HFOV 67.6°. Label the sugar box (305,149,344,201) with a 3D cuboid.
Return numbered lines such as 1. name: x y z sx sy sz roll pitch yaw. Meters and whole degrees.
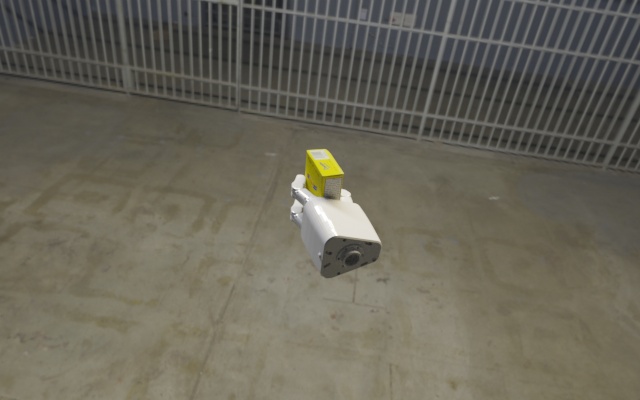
1. sugar box: 0.000 0.003 0.885 0.048 0.176 0.093 -5 36 -19
